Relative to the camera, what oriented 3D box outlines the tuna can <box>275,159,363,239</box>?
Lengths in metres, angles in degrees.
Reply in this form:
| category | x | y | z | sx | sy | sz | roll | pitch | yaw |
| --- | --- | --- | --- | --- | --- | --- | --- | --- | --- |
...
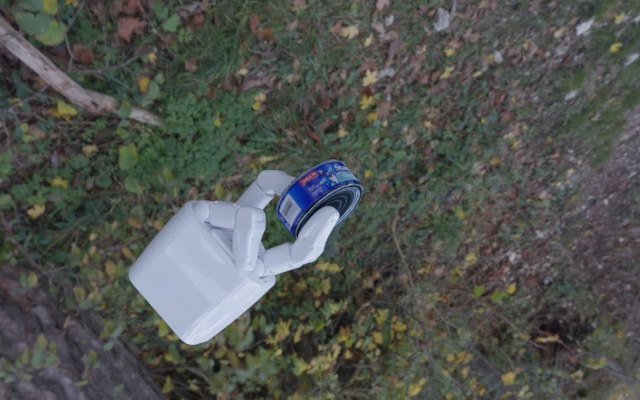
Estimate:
| category | x | y | z | sx | sy | sz | roll | pitch | yaw |
| --- | --- | --- | --- | --- | --- | --- | --- | --- | --- |
| tuna can | 0.000 | 0.002 | 0.474 | 0.086 | 0.033 | 0.086 | -32 | -25 | -16 |
